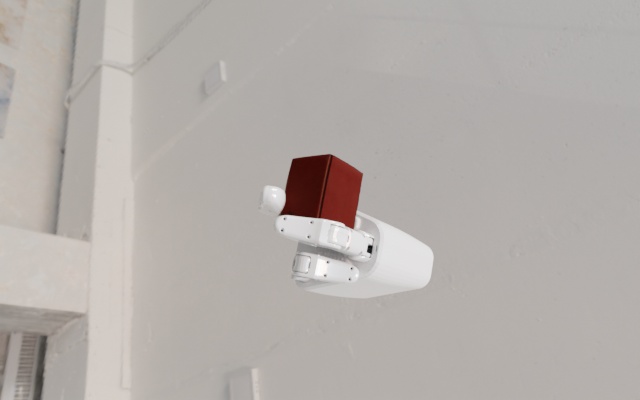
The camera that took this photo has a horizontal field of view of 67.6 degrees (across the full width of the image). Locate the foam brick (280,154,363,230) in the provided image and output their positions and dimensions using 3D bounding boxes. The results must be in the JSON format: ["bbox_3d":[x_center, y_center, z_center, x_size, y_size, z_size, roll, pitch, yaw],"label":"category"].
[{"bbox_3d":[0.000,0.001,0.457,0.053,0.078,0.051,1,-14,44],"label":"foam brick"}]
